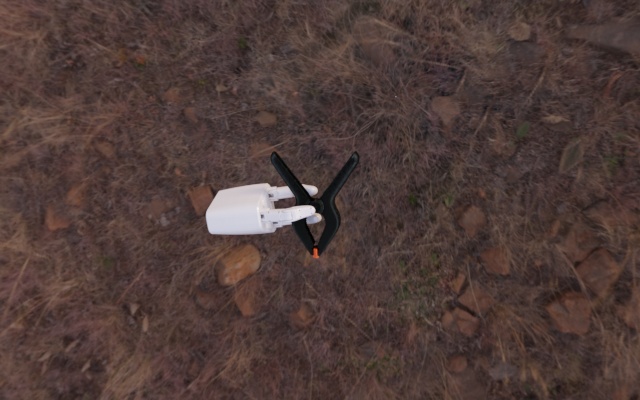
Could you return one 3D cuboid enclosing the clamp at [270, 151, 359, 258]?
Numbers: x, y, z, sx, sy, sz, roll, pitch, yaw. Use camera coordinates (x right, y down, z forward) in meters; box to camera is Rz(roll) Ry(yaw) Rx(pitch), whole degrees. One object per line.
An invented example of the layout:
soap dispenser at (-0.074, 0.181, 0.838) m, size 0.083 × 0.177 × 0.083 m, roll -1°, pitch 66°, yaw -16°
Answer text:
clamp at (0.000, 0.004, 0.895) m, size 0.164 × 0.210 × 0.036 m, roll -6°, pitch 11°, yaw 10°
